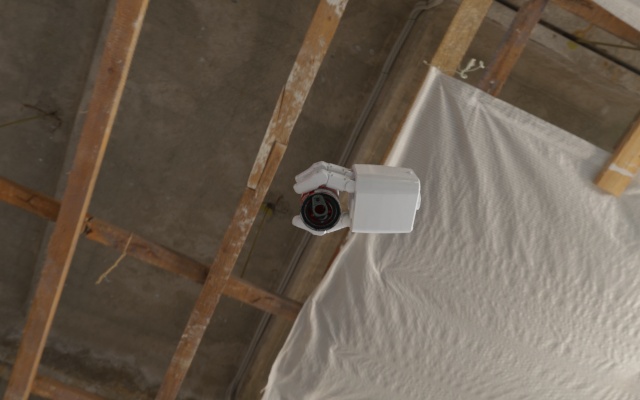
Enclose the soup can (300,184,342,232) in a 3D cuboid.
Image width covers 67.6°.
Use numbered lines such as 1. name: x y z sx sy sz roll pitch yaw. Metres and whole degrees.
1. soup can: 0.000 0.003 0.819 0.068 0.068 0.102 0 19 0
